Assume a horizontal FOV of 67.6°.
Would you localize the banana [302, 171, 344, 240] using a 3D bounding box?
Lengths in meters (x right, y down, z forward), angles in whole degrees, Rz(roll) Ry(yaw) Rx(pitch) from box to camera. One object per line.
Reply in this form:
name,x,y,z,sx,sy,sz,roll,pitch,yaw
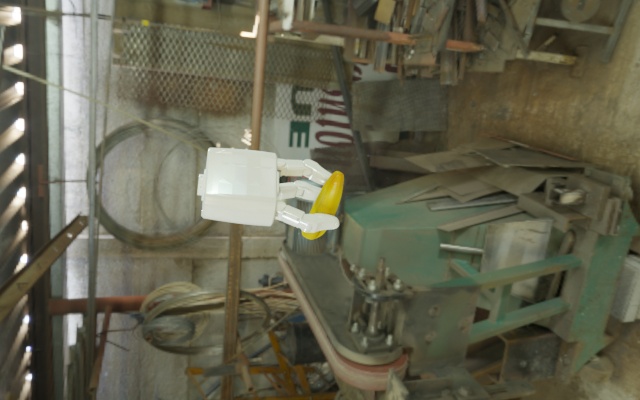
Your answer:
banana,-0.002,0.021,0.785,0.037,0.069,0.198,10,-24,-11
